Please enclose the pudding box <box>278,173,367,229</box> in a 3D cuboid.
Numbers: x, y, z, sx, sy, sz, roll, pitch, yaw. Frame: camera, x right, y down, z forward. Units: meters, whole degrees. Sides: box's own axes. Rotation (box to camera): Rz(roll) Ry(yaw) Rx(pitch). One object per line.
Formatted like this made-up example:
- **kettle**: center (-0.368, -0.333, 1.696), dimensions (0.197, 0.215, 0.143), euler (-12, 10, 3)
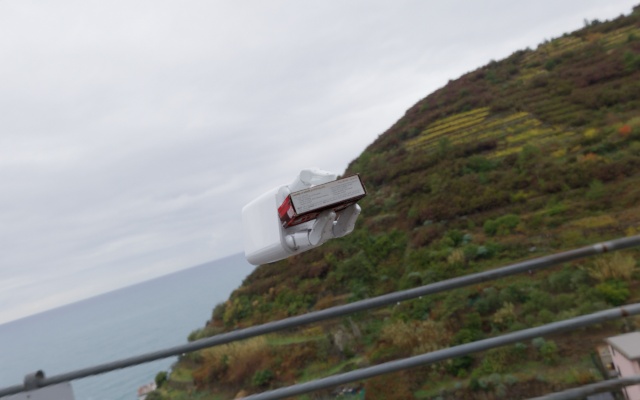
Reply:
- **pudding box**: center (0.000, 0.002, 0.699), dimensions (0.113, 0.039, 0.090), euler (-19, -8, -19)
